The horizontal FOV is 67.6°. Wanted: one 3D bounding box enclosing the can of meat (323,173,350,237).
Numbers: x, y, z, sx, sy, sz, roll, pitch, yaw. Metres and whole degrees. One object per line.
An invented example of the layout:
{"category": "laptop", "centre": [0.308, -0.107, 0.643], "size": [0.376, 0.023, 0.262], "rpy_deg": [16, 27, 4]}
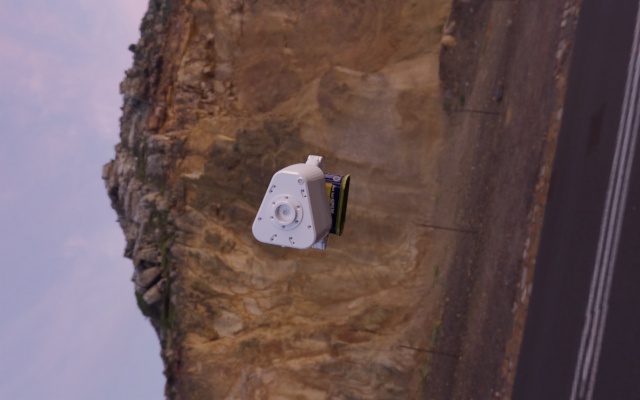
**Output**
{"category": "can of meat", "centre": [0.000, 0.002, 0.797], "size": [0.084, 0.102, 0.057], "rpy_deg": [8, 12, 10]}
